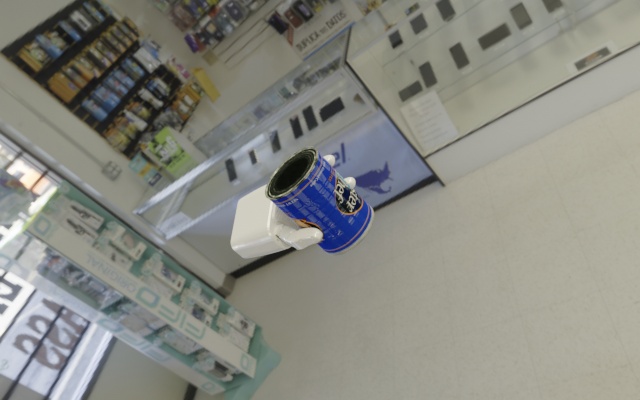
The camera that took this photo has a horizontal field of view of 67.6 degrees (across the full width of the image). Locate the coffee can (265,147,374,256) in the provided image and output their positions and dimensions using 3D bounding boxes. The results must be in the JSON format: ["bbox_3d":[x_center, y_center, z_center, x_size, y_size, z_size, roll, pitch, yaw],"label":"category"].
[{"bbox_3d":[0.000,0.002,0.728,0.140,0.102,0.103,45,-24,-27],"label":"coffee can"}]
